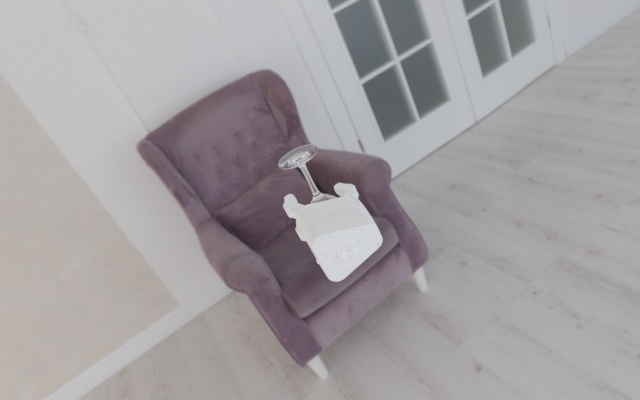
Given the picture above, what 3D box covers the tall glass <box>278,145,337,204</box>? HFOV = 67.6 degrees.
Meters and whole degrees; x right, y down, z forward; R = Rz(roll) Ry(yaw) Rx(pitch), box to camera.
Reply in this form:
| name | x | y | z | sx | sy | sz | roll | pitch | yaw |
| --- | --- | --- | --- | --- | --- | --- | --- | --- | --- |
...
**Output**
| name | x | y | z | sx | sy | sz | roll | pitch | yaw |
| --- | --- | --- | --- | --- | --- | --- | --- | --- | --- |
| tall glass | 0.000 | 0.002 | 0.867 | 0.079 | 0.201 | 0.079 | -20 | 29 | 12 |
